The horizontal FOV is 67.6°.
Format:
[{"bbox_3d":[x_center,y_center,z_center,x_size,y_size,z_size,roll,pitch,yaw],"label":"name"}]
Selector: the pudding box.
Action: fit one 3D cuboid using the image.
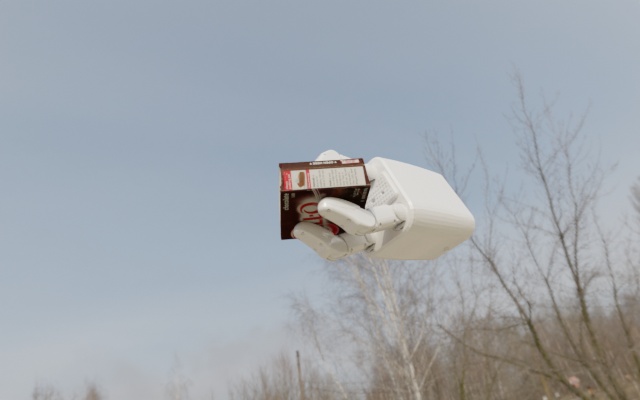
[{"bbox_3d":[0.000,0.002,0.511,0.090,0.039,0.114,-5,-31,-7],"label":"pudding box"}]
